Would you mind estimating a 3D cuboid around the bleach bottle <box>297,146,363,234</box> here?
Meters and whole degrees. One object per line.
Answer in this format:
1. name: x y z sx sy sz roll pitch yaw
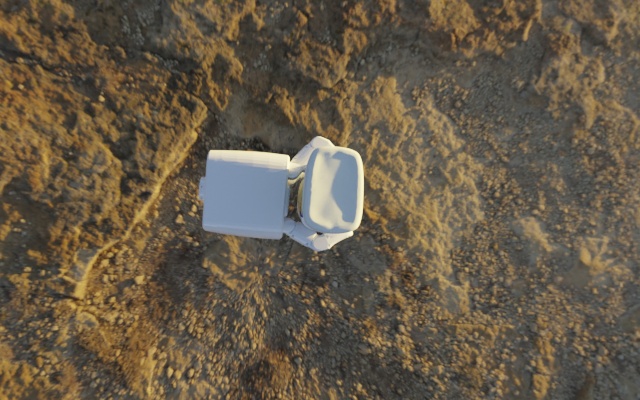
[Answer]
1. bleach bottle: 0.000 0.002 0.651 0.068 0.102 0.251 5 -8 -7
